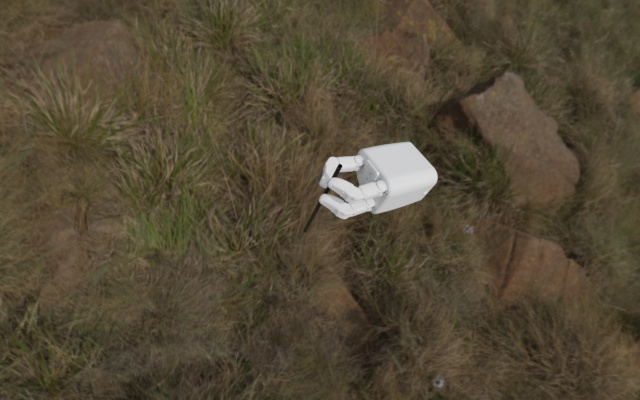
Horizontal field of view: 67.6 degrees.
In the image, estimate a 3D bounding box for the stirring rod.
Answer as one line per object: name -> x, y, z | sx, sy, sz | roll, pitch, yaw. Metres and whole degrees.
stirring rod -> 0.000, 0.003, 0.860 | 0.011, 0.011, 0.240 | 0, -29, -17
